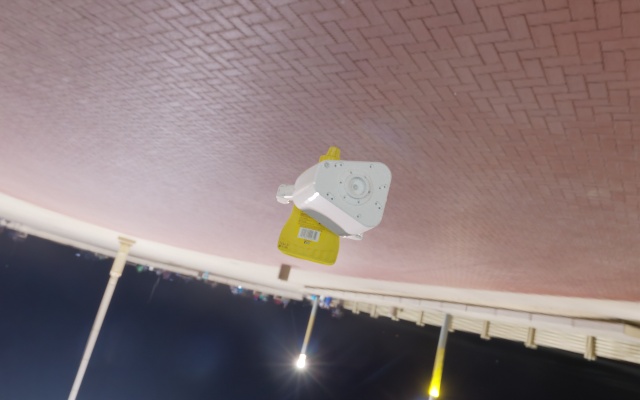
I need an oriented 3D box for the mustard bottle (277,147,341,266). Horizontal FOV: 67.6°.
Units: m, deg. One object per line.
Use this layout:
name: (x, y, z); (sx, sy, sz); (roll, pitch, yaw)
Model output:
mustard bottle: (0.000, 0.003, 0.776); (0.096, 0.191, 0.058); (13, -13, 11)
